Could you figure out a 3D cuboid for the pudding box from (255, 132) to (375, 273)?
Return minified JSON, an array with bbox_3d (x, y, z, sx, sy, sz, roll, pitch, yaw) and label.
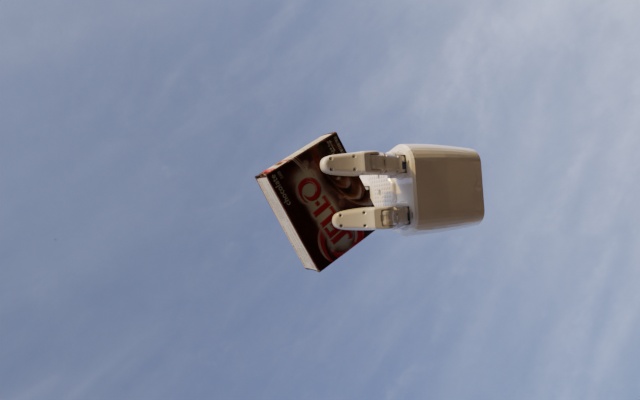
[{"bbox_3d":[0.000,0.002,0.483,0.090,0.113,0.039,-35,12,-26],"label":"pudding box"}]
